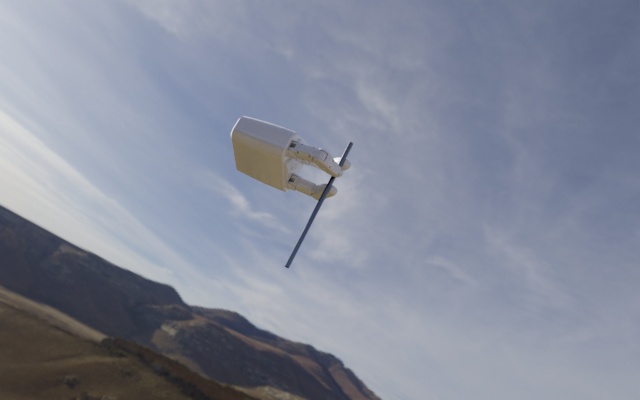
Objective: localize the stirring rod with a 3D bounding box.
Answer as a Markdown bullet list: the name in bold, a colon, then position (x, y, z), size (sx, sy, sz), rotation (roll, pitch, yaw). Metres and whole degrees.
- **stirring rod**: position (0.000, 0.003, 0.777), size (0.011, 0.239, 0.011), rotation (24, -20, 9)
